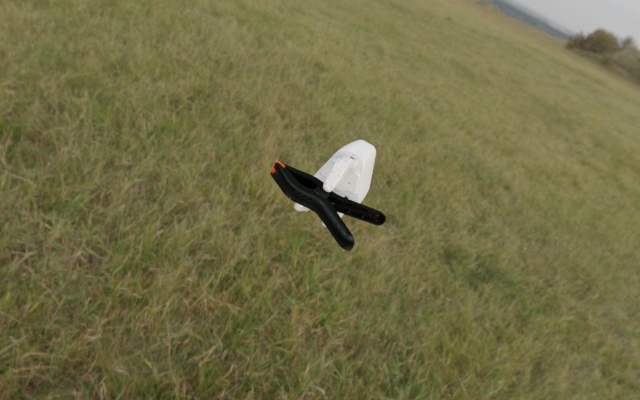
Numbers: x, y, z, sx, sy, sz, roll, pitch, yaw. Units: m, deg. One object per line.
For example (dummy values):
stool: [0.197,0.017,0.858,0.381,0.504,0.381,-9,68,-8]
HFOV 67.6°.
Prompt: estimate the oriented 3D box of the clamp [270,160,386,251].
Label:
clamp: [0.000,0.002,0.784,0.210,0.036,0.164,32,23,9]
